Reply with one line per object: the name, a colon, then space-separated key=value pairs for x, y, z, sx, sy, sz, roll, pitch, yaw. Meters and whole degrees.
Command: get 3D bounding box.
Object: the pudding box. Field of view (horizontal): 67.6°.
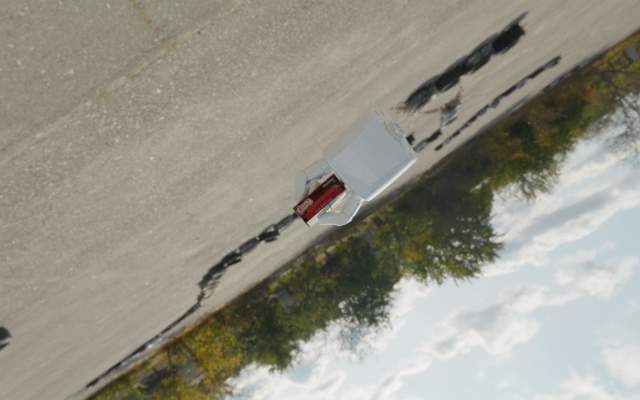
pudding box: x=0.000 y=0.003 z=0.827 sx=0.090 sy=0.039 sz=0.113 roll=-39 pitch=-8 yaw=-3
